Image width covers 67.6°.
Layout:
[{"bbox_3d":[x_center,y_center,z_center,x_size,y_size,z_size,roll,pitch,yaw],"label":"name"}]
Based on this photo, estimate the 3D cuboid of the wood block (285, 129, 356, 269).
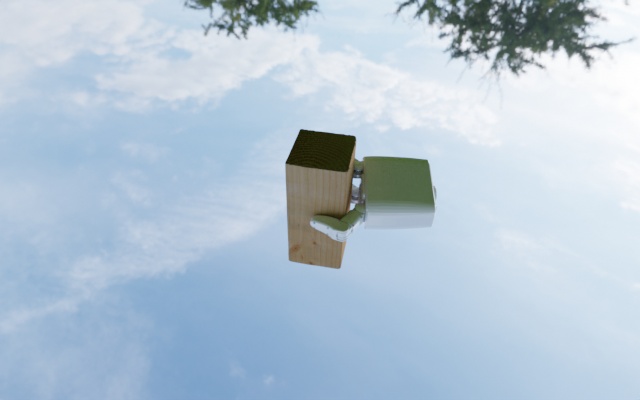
[{"bbox_3d":[0.000,0.003,0.750,0.090,0.206,0.090,8,43,8],"label":"wood block"}]
